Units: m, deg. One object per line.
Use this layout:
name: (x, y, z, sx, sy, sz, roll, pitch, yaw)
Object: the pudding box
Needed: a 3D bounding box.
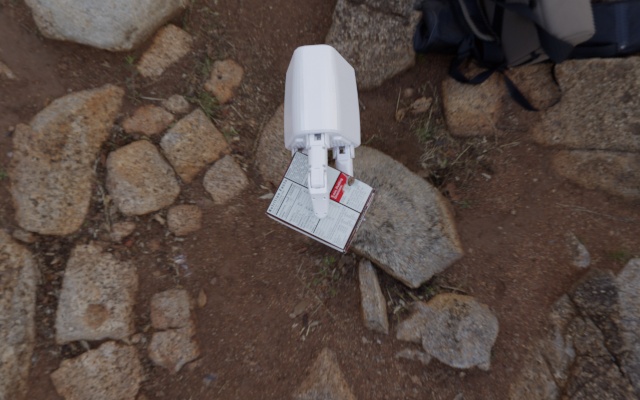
pudding box: (0.000, 0.002, 0.595, 0.113, 0.090, 0.039, 26, -5, 9)
